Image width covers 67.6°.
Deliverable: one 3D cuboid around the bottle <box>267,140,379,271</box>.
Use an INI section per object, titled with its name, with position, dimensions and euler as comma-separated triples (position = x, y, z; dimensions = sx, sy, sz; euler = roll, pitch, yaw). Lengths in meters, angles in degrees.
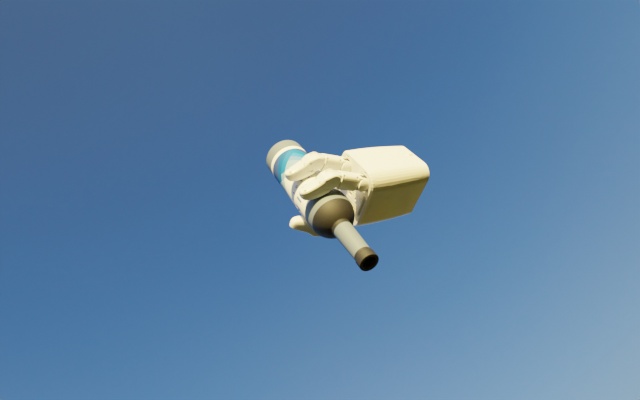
[bottle]
position = 0.000, 0.002, 0.704
dimensions = 0.069, 0.069, 0.295
euler = 0, 31, -29
